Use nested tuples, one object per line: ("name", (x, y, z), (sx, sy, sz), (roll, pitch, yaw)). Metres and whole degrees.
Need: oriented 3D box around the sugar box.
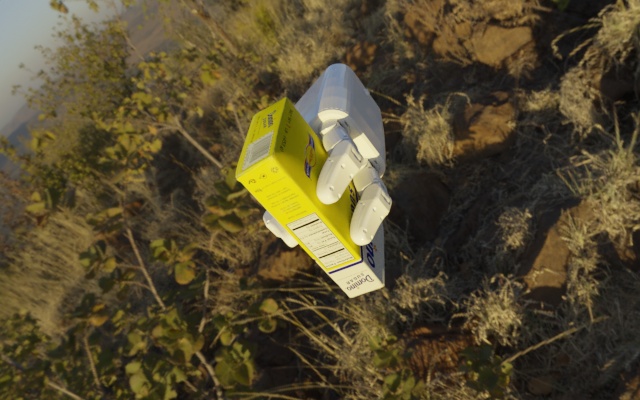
("sugar box", (0.000, 0.001, 0.440), (0.048, 0.093, 0.176), (-26, -55, 26))
